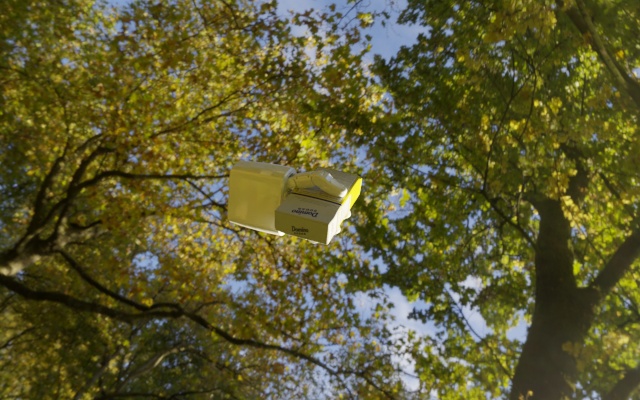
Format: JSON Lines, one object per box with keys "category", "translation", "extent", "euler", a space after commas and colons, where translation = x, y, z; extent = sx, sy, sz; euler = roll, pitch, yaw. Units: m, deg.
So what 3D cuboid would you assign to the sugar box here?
{"category": "sugar box", "translation": [0.000, 0.003, 0.804], "extent": [0.093, 0.048, 0.176], "euler": [14, 34, 16]}
